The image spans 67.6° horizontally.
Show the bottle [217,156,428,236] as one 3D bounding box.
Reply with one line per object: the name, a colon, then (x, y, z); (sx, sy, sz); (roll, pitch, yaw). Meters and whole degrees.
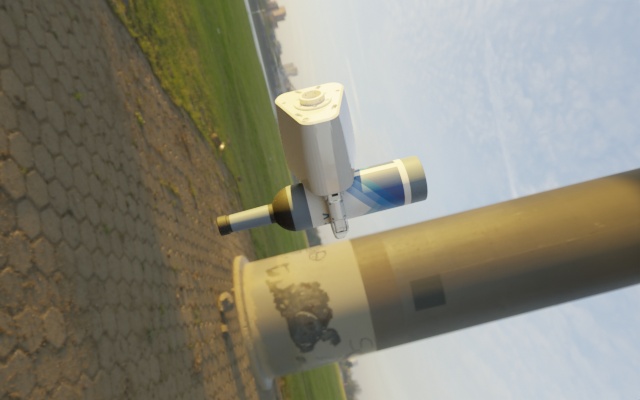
bottle: (0.000, 0.002, 0.680); (0.296, 0.069, 0.069); (-14, 0, -2)
